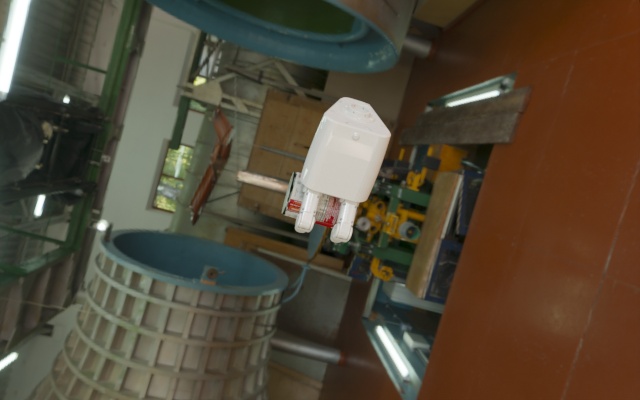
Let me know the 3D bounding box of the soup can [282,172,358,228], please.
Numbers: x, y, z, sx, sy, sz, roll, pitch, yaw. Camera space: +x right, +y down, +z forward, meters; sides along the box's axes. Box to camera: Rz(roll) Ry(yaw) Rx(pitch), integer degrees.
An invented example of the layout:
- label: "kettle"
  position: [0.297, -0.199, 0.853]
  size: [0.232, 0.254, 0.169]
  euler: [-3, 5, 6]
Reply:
- label: "soup can"
  position: [0.000, 0.003, 0.710]
  size: [0.102, 0.068, 0.068]
  euler: [15, -2, -7]
